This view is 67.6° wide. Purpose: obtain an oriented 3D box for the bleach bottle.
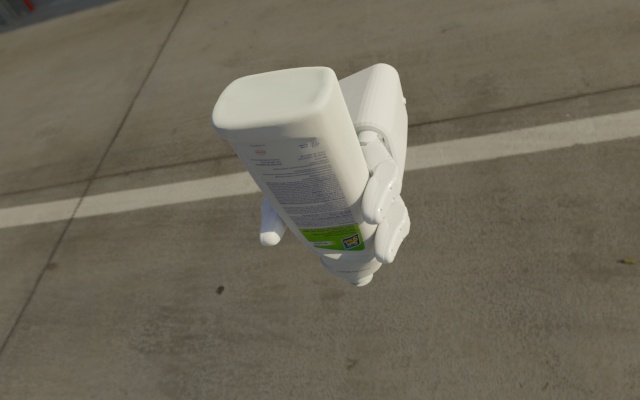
[{"bbox_3d":[0.000,0.001,0.445,0.102,0.068,0.251,-3,-42,20],"label":"bleach bottle"}]
